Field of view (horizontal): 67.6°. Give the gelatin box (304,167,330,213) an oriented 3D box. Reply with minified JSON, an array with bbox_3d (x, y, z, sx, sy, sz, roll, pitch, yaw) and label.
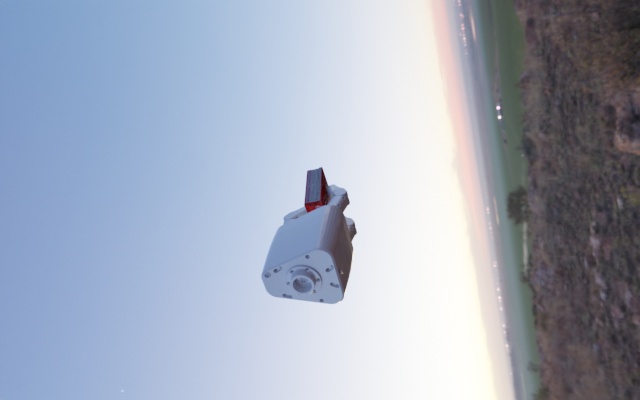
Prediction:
[{"bbox_3d":[0.000,0.002,0.765,0.030,0.073,0.089,-12,39,11],"label":"gelatin box"}]
